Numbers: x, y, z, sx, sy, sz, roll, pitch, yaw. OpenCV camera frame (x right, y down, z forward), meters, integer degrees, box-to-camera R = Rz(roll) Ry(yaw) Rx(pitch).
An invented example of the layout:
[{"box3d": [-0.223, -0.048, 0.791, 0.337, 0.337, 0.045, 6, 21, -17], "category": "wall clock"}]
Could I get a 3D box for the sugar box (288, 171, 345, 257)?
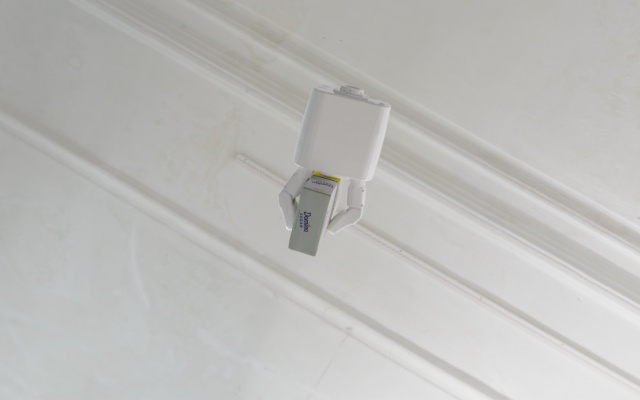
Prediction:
[{"box3d": [0.000, 0.002, 0.701, 0.048, 0.093, 0.176, 17, 20, 7], "category": "sugar box"}]
